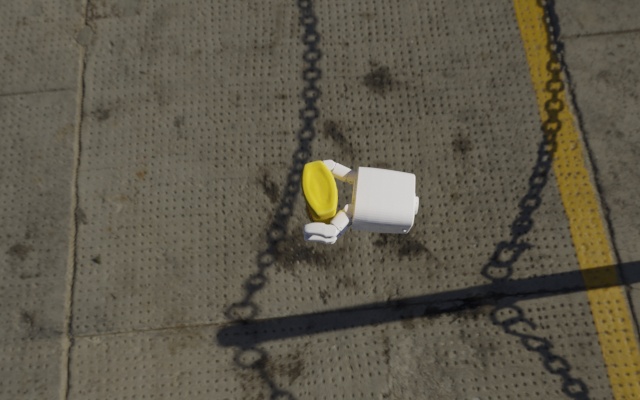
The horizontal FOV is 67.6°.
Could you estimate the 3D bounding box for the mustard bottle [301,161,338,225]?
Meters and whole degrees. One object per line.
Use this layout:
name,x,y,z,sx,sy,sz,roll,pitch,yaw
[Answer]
mustard bottle,0.000,0.003,0.879,0.058,0.096,0.192,-16,-16,-3
